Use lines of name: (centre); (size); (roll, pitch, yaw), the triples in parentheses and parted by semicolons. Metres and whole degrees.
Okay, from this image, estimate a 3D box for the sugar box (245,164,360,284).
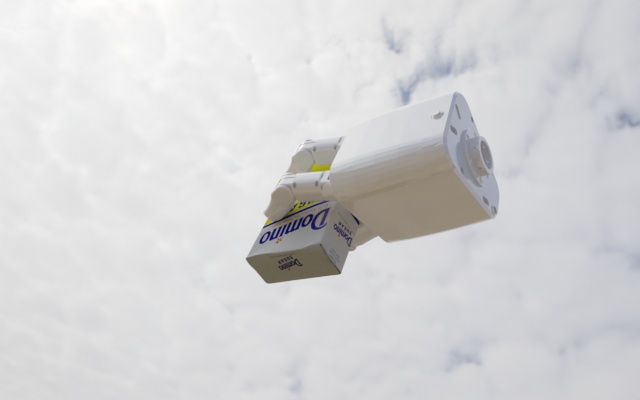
sugar box: (0.000, 0.001, 0.494); (0.093, 0.048, 0.176); (-14, 33, 34)
